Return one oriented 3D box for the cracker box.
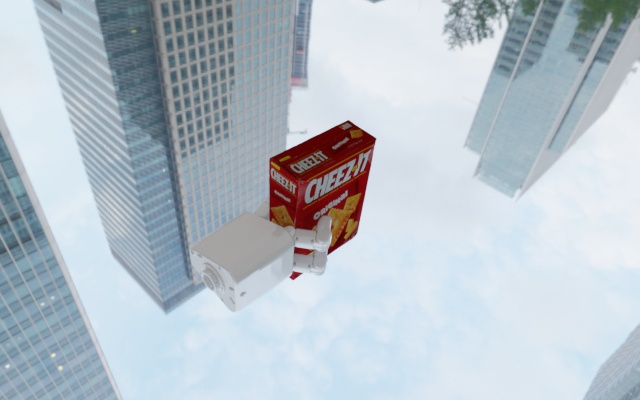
[{"bbox_3d":[0.000,0.003,0.755,0.164,0.214,0.072,-31,55,-34],"label":"cracker box"}]
